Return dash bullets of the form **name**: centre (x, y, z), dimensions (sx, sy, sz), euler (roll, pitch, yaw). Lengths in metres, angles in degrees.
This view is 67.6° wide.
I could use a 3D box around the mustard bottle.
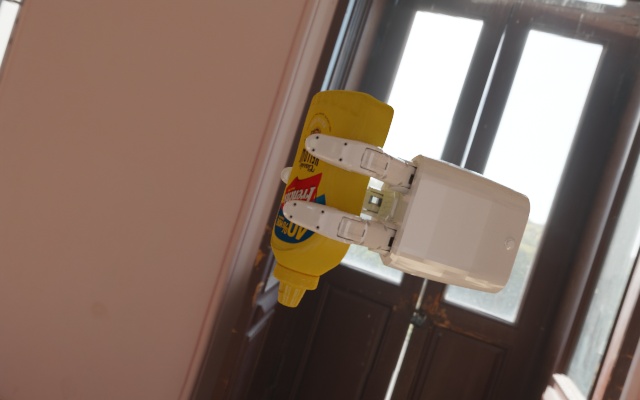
- **mustard bottle**: centre (0.000, 0.001, 0.426), dimensions (0.058, 0.191, 0.096), euler (17, 1, -33)
